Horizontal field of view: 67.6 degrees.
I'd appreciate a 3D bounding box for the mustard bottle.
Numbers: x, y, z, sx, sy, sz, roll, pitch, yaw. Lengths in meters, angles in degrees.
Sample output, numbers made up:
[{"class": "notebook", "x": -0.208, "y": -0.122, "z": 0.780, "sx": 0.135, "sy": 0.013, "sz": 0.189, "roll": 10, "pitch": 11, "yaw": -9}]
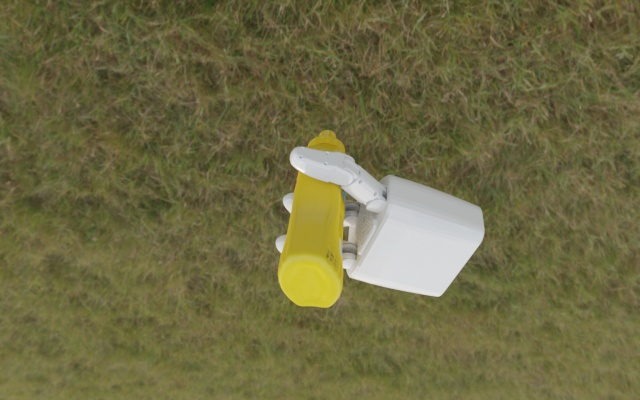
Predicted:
[{"class": "mustard bottle", "x": 0.000, "y": 0.002, "z": 0.480, "sx": 0.058, "sy": 0.191, "sz": 0.096, "roll": 1, "pitch": -38, "yaw": 8}]
